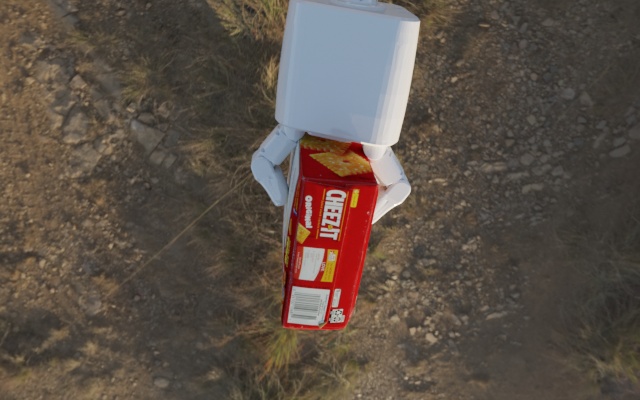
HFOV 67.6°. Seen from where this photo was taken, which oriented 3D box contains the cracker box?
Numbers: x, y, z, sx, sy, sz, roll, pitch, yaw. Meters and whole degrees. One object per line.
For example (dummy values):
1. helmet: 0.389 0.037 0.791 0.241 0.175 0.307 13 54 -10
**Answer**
1. cracker box: 0.000 0.002 0.504 0.072 0.164 0.213 5 29 -6
